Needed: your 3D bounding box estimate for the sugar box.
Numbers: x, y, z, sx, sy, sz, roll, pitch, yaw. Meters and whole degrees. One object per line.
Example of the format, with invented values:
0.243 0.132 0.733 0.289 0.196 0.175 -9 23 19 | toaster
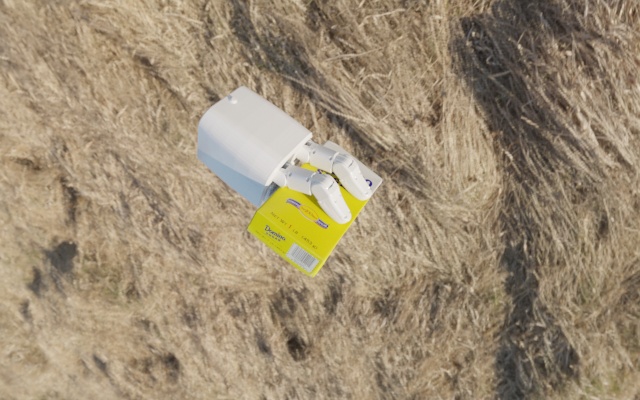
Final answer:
0.000 0.002 0.577 0.176 0.093 0.048 -51 -3 -44 | sugar box
